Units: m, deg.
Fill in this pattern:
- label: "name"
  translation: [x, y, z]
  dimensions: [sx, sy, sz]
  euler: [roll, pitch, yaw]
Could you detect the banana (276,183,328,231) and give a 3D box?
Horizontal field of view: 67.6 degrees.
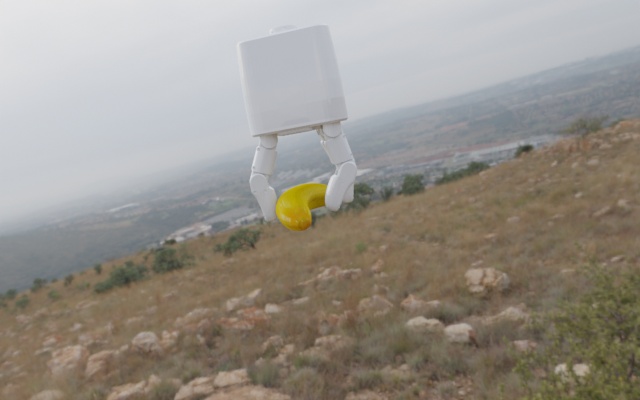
- label: "banana"
  translation: [-0.017, 0.002, 0.582]
  dimensions: [0.069, 0.037, 0.197]
  euler: [-3, 10, 19]
